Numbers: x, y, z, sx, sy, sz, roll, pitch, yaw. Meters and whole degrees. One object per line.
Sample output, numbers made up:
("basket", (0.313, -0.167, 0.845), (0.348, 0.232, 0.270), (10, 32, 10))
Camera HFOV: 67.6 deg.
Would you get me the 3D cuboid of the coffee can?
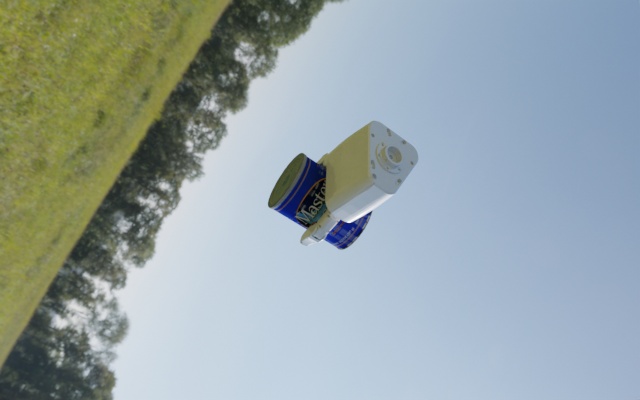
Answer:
("coffee can", (0.000, 0.003, 0.779), (0.140, 0.103, 0.103), (32, -11, -17))
